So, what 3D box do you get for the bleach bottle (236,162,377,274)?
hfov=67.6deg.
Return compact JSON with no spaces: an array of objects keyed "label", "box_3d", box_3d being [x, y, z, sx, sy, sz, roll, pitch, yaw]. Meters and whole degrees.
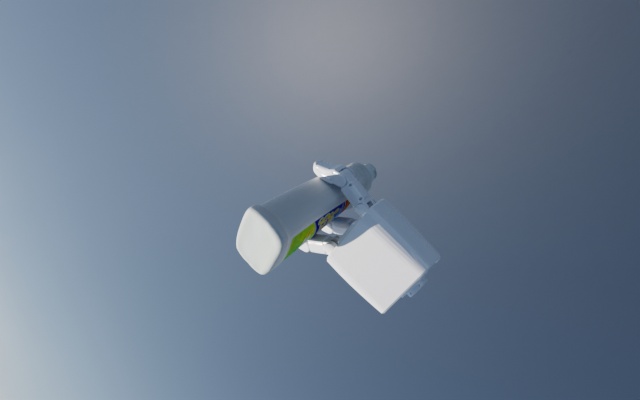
[{"label":"bleach bottle","box_3d":[0.000,0.002,0.668,0.250,0.068,0.103,-33,-18,-40]}]
